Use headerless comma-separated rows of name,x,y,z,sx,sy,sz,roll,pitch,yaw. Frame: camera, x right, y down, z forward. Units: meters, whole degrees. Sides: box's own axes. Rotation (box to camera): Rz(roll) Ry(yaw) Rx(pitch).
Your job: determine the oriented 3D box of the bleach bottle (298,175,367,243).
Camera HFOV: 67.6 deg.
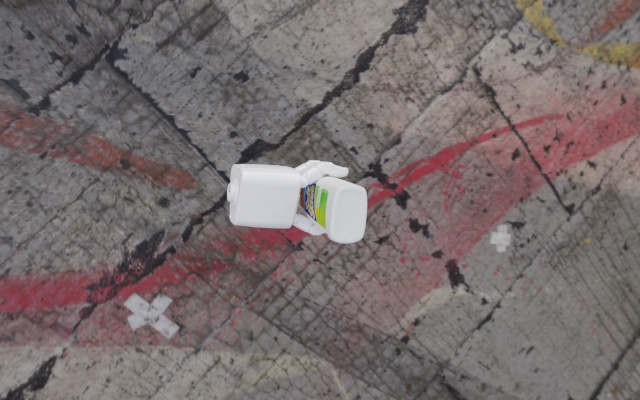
bleach bottle,0.000,0.003,0.897,0.068,0.102,0.251,2,8,-23
